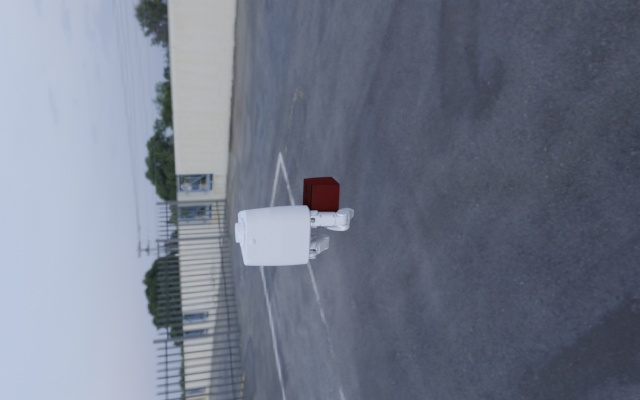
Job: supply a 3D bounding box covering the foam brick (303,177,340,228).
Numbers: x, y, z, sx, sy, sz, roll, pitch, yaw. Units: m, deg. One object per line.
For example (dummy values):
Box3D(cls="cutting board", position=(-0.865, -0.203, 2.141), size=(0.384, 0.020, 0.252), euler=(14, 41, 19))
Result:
Box3D(cls="foam brick", position=(0.000, 0.002, 0.818), size=(0.051, 0.078, 0.053), euler=(-2, 15, -15))
